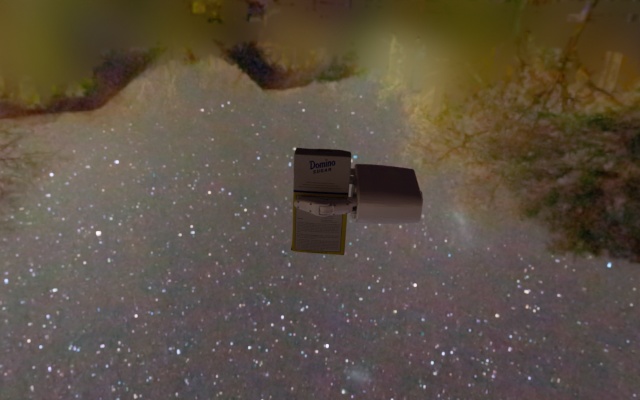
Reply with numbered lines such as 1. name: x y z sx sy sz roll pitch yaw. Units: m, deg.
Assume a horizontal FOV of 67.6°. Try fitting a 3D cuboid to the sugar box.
1. sugar box: 0.000 0.003 0.798 0.093 0.176 0.048 4 20 0
